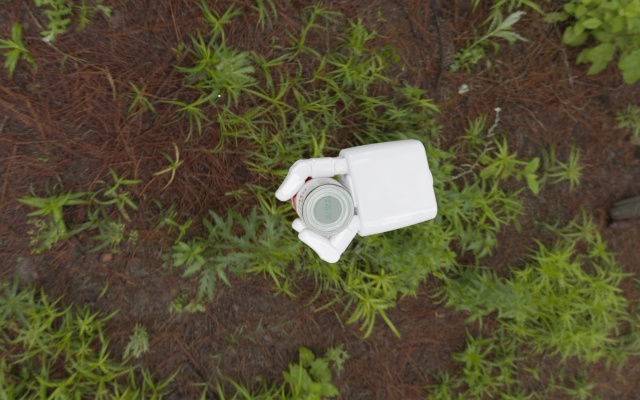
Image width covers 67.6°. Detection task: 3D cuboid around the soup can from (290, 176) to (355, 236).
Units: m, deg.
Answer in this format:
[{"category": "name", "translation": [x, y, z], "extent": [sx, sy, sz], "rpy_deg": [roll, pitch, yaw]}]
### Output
[{"category": "soup can", "translation": [0.000, 0.002, 0.626], "extent": [0.068, 0.068, 0.102], "rpy_deg": [0, 12, -12]}]
